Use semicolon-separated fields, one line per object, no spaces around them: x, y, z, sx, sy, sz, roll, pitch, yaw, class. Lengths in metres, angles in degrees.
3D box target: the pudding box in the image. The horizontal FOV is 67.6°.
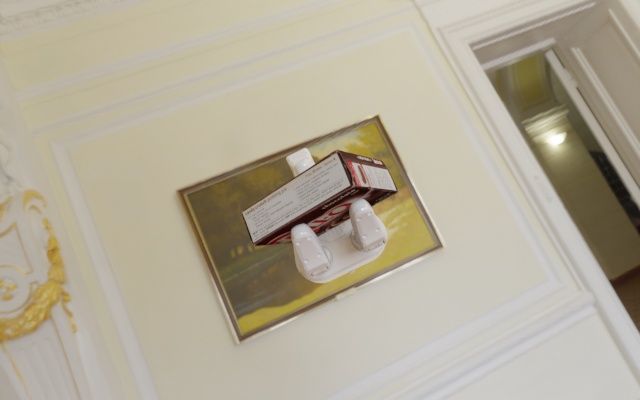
0.000;0.001;0.426;0.113;0.039;0.090;-33;-17;26;pudding box
